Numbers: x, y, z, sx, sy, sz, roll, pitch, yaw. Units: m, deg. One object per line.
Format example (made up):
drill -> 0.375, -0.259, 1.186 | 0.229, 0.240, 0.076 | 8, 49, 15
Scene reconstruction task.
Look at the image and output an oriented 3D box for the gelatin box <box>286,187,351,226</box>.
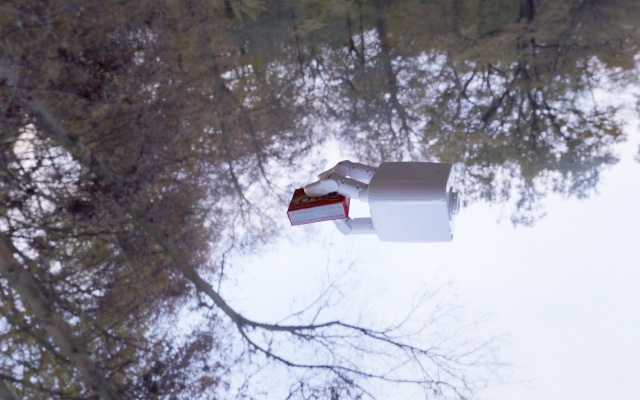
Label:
gelatin box -> 0.000, 0.003, 0.710 | 0.089, 0.030, 0.073 | -10, 26, 13
